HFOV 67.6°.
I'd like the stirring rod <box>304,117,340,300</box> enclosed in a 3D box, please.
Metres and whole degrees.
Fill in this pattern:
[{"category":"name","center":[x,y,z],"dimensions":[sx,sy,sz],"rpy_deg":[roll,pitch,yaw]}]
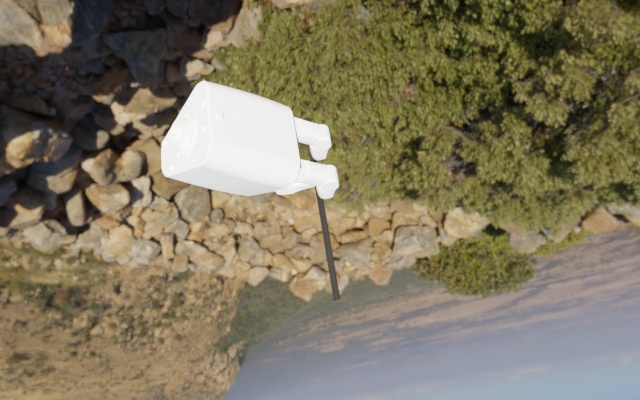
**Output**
[{"category":"stirring rod","center":[0.000,0.002,0.584],"dimensions":[0.011,0.239,0.011],"rpy_deg":[-8,-23,-3]}]
